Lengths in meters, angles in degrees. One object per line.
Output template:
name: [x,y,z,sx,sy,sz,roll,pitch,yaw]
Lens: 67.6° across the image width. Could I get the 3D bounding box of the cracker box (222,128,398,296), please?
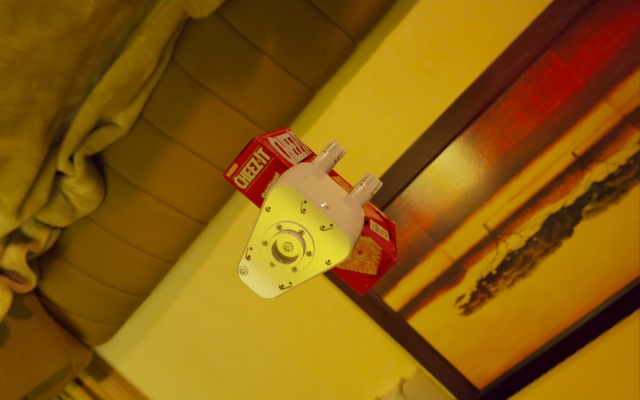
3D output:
cracker box: [0.000,0.002,0.612,0.214,0.072,0.164,42,14,-2]
